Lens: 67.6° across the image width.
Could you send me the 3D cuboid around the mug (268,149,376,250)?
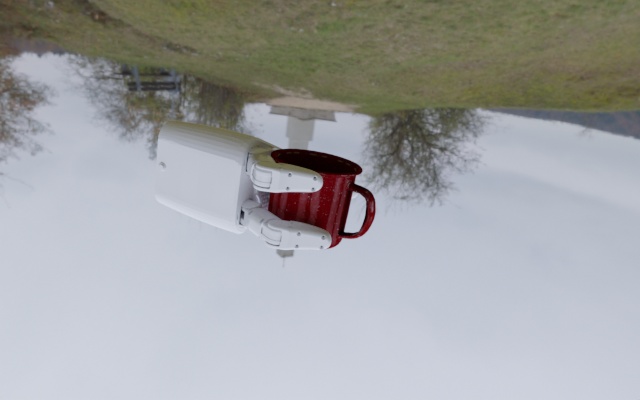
[{"bbox_3d":[0.001,0.002,0.480,0.117,0.081,0.093,18,18,22],"label":"mug"}]
